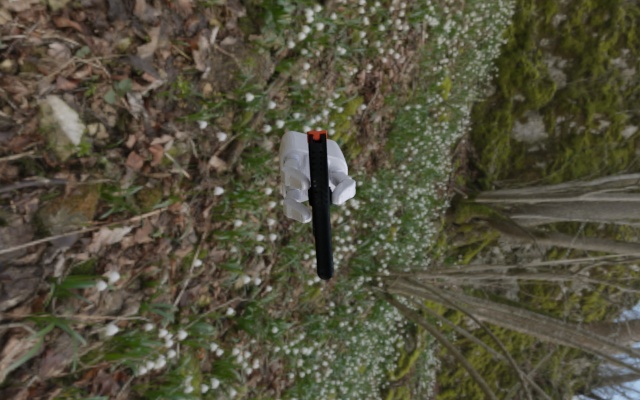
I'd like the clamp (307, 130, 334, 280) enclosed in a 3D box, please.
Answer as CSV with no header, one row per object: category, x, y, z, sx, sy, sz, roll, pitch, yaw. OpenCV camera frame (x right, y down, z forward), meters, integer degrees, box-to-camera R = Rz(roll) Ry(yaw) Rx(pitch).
clamp,0.001,0.002,0.718,0.036,0.210,0.164,-4,27,-3
